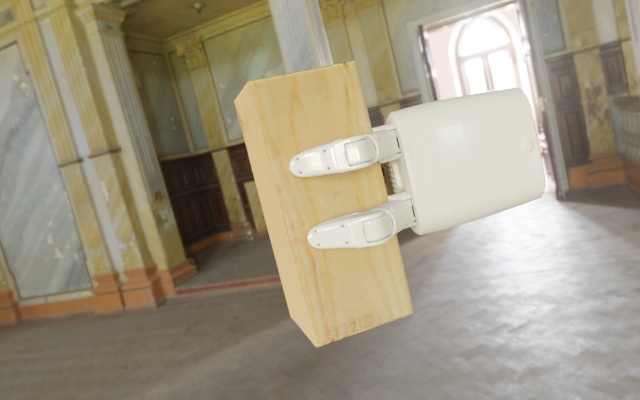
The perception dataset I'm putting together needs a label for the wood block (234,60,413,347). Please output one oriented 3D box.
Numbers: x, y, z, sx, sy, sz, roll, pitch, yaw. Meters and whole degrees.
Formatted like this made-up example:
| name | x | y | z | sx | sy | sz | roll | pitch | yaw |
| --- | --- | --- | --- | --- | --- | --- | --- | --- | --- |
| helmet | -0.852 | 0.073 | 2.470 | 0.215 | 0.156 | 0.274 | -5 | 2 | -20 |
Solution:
| name | x | y | z | sx | sy | sz | roll | pitch | yaw |
| --- | --- | --- | --- | --- | --- | --- | --- | --- | --- |
| wood block | 0.000 | 0.001 | 0.406 | 0.090 | 0.206 | 0.091 | -15 | 7 | -15 |
